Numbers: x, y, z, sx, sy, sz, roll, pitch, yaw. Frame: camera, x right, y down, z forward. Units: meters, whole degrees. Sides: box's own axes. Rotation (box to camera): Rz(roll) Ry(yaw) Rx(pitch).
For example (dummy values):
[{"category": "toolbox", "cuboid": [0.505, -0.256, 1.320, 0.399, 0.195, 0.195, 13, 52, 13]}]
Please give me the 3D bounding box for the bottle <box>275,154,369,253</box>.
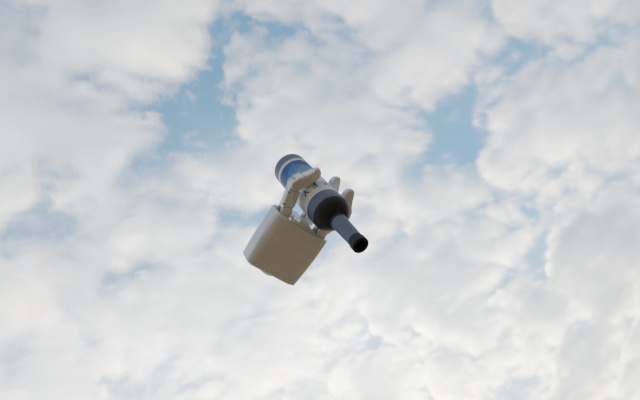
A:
[{"category": "bottle", "cuboid": [0.000, 0.003, 0.827, 0.069, 0.069, 0.295, 0, 26, -27]}]
